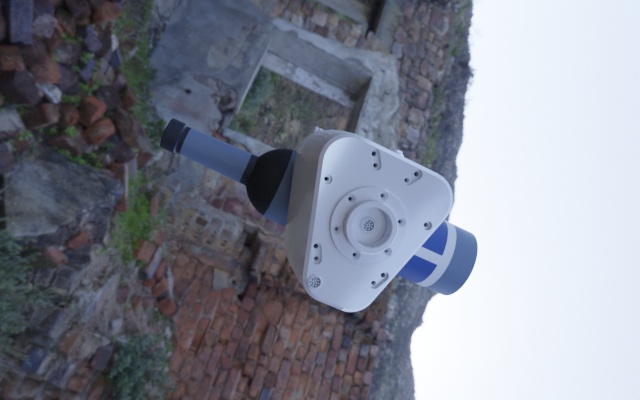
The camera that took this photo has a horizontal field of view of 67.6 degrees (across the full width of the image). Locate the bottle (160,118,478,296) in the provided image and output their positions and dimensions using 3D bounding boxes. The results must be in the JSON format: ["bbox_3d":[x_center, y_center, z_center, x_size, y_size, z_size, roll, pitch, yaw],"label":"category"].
[{"bbox_3d":[0.000,0.002,0.435,0.296,0.069,0.069,24,-5,-11],"label":"bottle"}]
